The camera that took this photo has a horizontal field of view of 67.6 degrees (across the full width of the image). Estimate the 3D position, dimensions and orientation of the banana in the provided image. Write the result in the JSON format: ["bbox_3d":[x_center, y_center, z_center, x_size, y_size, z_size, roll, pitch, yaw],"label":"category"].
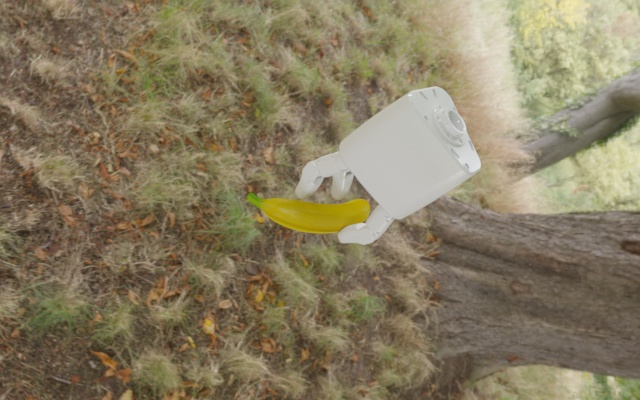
[{"bbox_3d":[0.005,0.014,0.622,0.198,0.037,0.069,6,39,-38],"label":"banana"}]
